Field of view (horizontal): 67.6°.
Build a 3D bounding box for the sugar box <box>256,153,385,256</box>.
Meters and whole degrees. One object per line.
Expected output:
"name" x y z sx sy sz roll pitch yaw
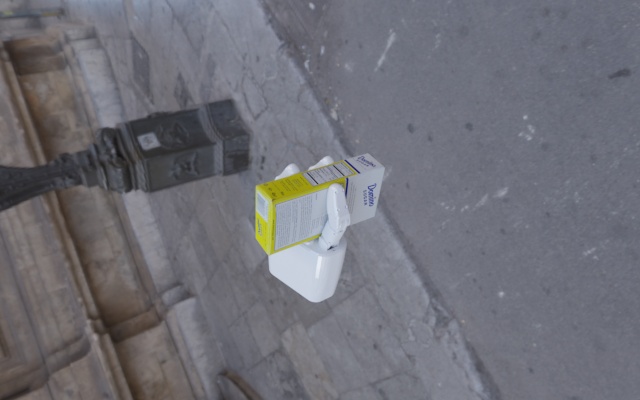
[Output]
"sugar box" 0.000 0.002 0.643 0.176 0.093 0.048 -20 46 -30
